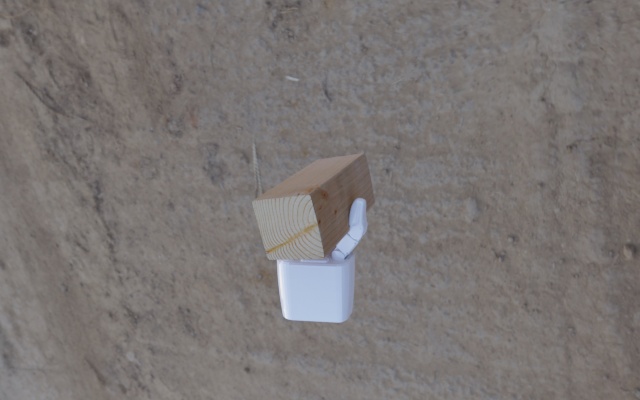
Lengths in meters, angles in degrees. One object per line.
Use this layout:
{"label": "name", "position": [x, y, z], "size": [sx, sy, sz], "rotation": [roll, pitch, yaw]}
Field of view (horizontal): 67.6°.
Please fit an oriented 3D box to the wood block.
{"label": "wood block", "position": [0.000, 0.003, 0.706], "size": [0.091, 0.090, 0.206], "rotation": [-5, 18, 27]}
